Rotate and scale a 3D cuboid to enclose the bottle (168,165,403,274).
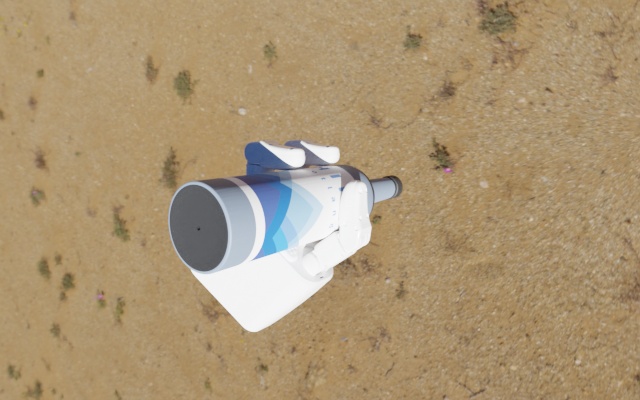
[{"bbox_3d":[0.000,0.001,0.451,0.069,0.069,0.295,0,7,36],"label":"bottle"}]
